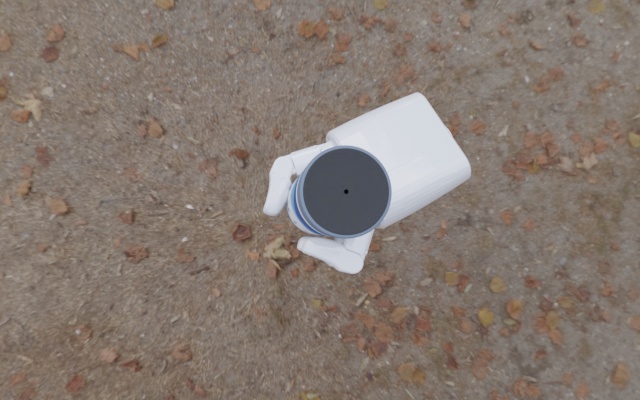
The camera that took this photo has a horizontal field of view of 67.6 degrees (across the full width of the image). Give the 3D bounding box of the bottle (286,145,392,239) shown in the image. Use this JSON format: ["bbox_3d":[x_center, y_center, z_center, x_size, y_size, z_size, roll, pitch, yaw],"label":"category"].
[{"bbox_3d":[0.000,0.002,0.482,0.069,0.069,0.296,0,-3,-7],"label":"bottle"}]
